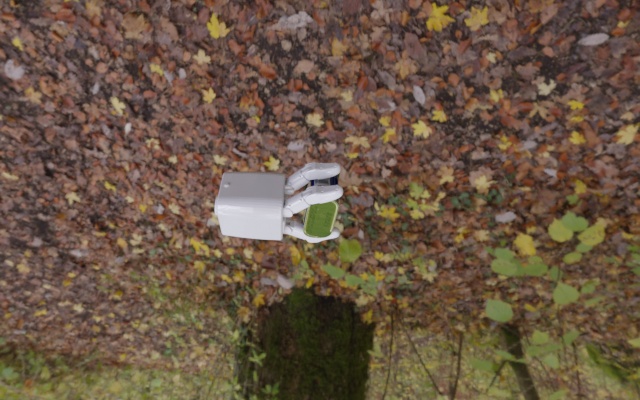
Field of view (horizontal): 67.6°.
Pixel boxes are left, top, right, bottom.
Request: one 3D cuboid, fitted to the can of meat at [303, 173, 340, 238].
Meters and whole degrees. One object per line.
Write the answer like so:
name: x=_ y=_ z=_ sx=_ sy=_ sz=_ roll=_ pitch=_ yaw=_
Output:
can of meat: x=0.000 y=0.003 z=0.821 sx=0.057 sy=0.102 sz=0.083 roll=7 pitch=44 yaw=-6
